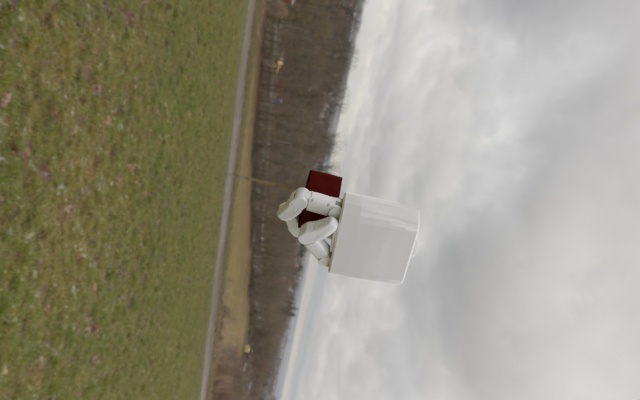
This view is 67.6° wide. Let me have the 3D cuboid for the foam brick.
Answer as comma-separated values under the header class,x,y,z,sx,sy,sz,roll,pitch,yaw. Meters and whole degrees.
class,x,y,z,sx,sy,sz,roll,pitch,yaw
foam brick,0.000,0.002,0.703,0.051,0.053,0.078,11,42,1
